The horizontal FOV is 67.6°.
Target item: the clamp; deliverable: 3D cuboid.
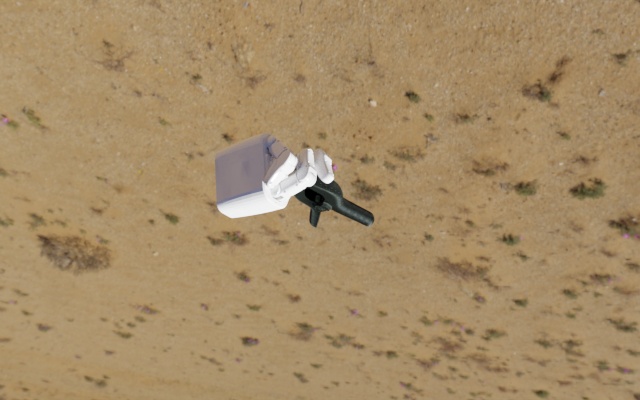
[{"bbox_3d":[0.000,0.003,0.785,0.120,0.039,0.171,-14,-39,31],"label":"clamp"}]
